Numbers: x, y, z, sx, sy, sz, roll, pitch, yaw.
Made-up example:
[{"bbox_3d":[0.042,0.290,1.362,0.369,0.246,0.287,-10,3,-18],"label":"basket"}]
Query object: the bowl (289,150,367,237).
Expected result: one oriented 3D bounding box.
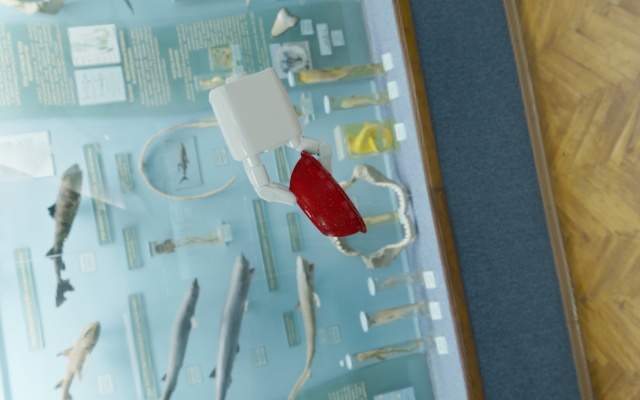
[{"bbox_3d":[0.001,0.004,0.736,0.055,0.162,0.162,-39,5,-7],"label":"bowl"}]
